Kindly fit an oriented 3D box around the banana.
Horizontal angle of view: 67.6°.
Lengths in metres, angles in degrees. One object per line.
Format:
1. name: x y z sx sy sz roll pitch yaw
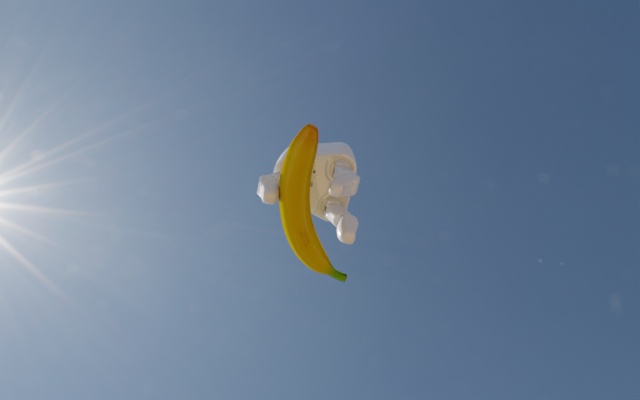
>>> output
1. banana: -0.017 0.008 0.580 0.069 0.198 0.037 -9 17 12
